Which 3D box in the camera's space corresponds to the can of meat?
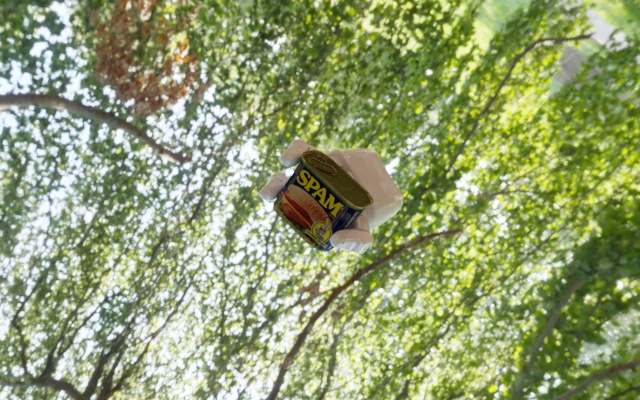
[{"bbox_3d":[0.000,0.002,0.595,0.102,0.084,0.057,43,29,15],"label":"can of meat"}]
